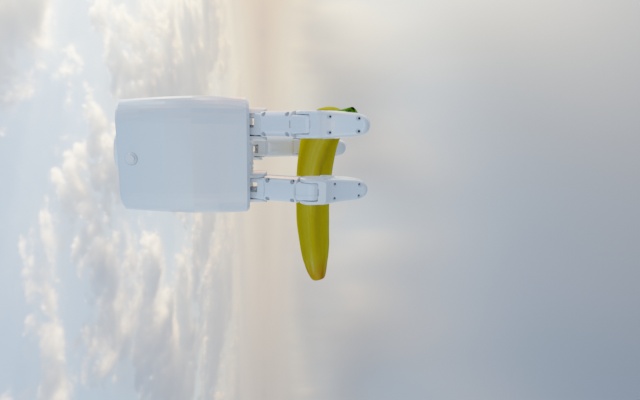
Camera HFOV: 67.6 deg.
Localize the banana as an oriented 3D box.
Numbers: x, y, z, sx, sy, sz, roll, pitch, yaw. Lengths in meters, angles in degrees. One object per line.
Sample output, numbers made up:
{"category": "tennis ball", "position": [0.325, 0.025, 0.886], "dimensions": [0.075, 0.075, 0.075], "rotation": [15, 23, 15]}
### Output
{"category": "banana", "position": [-0.003, -0.012, 0.469], "dimensions": [0.037, 0.198, 0.069], "rotation": [-2, 36, -13]}
